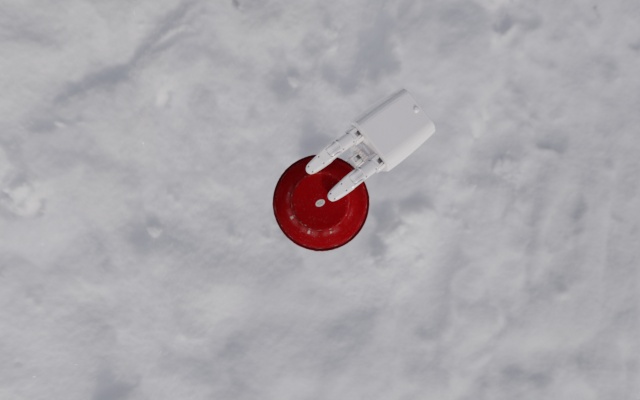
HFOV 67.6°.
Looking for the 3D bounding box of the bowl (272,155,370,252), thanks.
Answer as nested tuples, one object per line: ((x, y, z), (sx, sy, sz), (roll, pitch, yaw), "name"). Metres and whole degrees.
((-0.001, 0.004, 0.768), (0.162, 0.162, 0.055), (0, -2, 1), "bowl")
